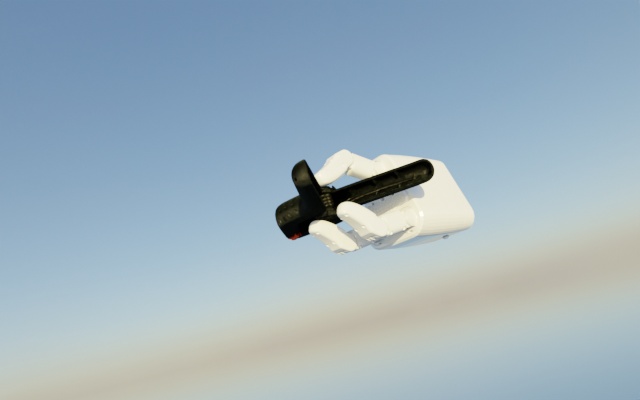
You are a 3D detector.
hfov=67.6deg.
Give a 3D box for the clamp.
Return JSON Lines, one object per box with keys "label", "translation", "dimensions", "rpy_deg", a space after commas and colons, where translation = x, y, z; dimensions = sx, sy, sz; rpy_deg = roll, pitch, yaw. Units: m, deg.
{"label": "clamp", "translation": [0.000, 0.001, 0.535], "dimensions": [0.164, 0.036, 0.210], "rpy_deg": [1, -21, -37]}
